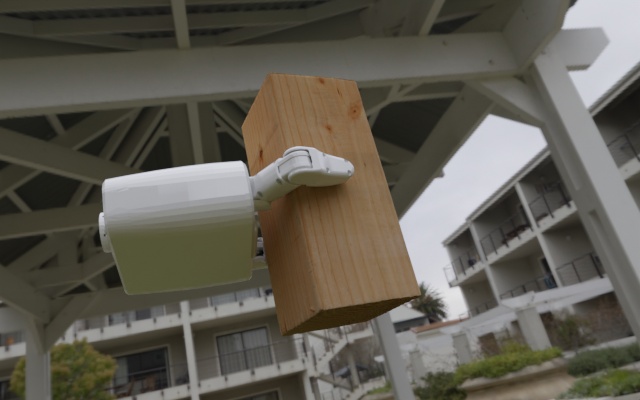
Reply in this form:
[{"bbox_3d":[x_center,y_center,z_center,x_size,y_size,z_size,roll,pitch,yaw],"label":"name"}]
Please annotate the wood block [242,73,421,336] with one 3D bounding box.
[{"bbox_3d":[0.000,0.001,0.421,0.090,0.206,0.091,-2,-24,-28],"label":"wood block"}]
